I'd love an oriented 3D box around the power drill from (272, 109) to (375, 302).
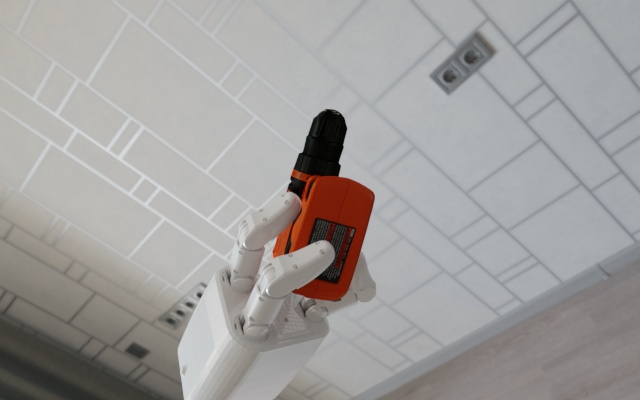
[{"bbox_3d":[0.000,0.002,0.468,0.057,0.184,0.187,13,9,-9],"label":"power drill"}]
